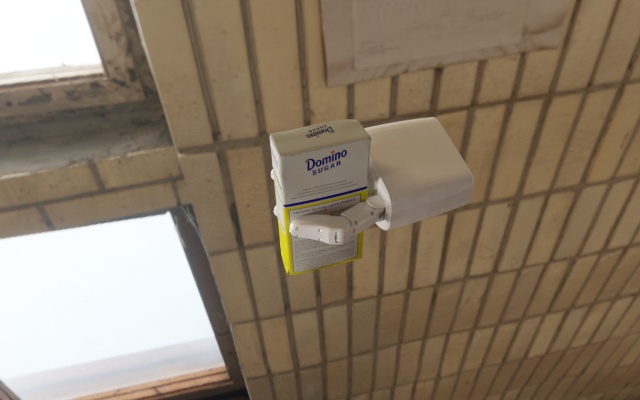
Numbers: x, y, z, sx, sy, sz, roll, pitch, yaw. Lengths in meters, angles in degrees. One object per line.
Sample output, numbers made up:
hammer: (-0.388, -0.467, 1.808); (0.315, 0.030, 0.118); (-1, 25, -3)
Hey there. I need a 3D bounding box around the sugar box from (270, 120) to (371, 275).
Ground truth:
sugar box: (0.000, 0.001, 0.512); (0.093, 0.176, 0.048); (-12, 42, -13)
